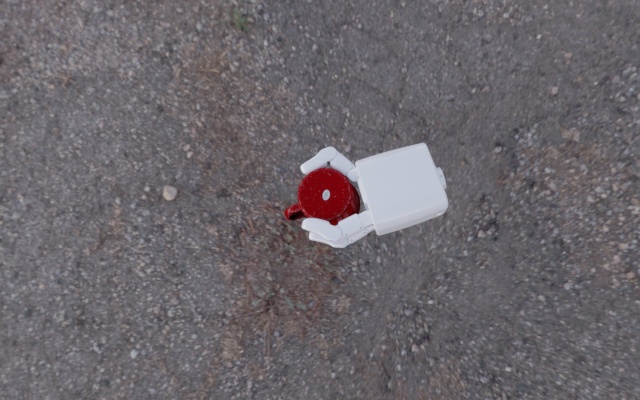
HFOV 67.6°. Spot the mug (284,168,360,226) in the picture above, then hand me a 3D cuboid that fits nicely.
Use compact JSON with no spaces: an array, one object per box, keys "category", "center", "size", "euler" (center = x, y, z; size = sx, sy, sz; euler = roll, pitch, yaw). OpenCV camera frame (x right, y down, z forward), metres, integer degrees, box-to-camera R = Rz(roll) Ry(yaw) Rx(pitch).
[{"category":"mug","center":[-0.001,0.003,0.726],"size":[0.117,0.093,0.081],"euler":[-18,-14,5]}]
